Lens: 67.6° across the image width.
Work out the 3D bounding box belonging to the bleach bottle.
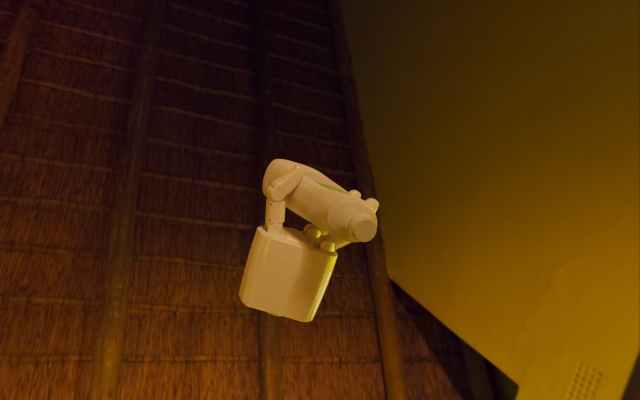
[{"bbox_3d":[0.000,0.002,0.662,0.102,0.068,0.250,14,9,-24],"label":"bleach bottle"}]
